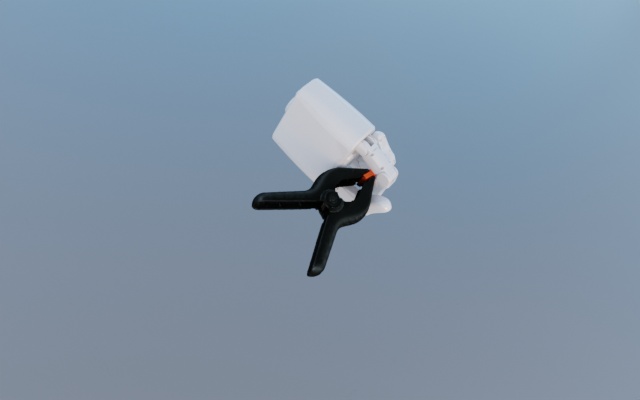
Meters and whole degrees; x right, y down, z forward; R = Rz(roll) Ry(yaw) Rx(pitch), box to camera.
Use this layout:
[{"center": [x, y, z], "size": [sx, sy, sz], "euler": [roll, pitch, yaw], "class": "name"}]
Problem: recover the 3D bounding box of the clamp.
[{"center": [0.001, 0.002, 0.604], "size": [0.171, 0.120, 0.039], "euler": [-45, 1, -35], "class": "clamp"}]
